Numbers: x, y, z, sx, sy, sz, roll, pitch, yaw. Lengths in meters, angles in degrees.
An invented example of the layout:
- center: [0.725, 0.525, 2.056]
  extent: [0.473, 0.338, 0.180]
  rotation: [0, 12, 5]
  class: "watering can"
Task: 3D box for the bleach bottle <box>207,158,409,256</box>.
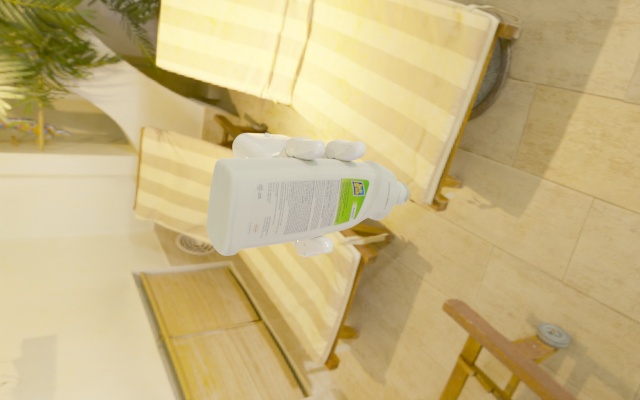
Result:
- center: [0.000, 0.002, 0.560]
  extent: [0.251, 0.103, 0.068]
  rotation: [-2, 24, -33]
  class: "bleach bottle"
